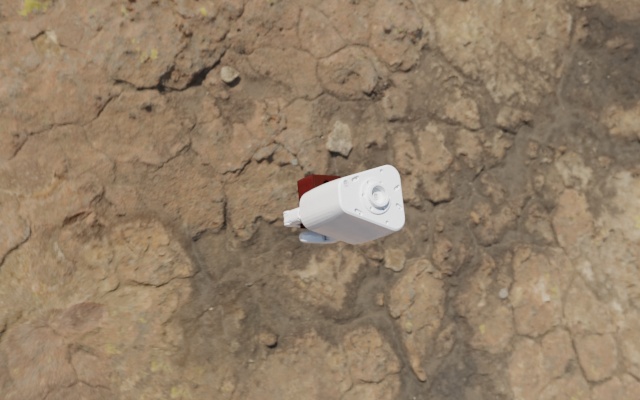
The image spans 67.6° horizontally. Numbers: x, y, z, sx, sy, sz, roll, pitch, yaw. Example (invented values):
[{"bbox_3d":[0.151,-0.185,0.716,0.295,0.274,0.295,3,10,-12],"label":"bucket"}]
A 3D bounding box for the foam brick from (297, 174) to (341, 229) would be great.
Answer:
[{"bbox_3d":[0.000,0.002,0.741,0.053,0.078,0.051,2,-14,-30],"label":"foam brick"}]
